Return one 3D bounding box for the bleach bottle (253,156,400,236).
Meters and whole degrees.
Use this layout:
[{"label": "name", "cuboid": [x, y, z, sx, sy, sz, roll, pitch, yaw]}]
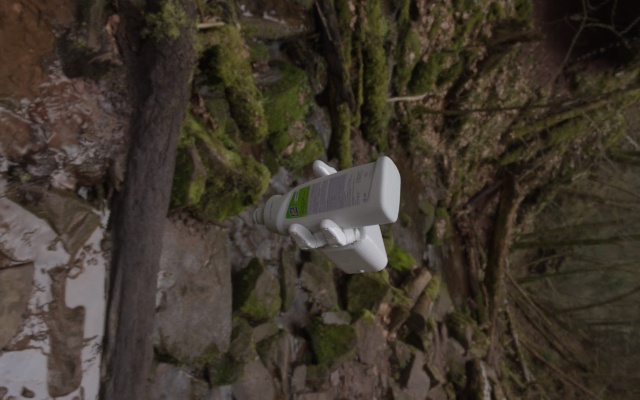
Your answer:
[{"label": "bleach bottle", "cuboid": [0.000, 0.003, 0.776, 0.251, 0.102, 0.068, -10, -35, 29]}]
